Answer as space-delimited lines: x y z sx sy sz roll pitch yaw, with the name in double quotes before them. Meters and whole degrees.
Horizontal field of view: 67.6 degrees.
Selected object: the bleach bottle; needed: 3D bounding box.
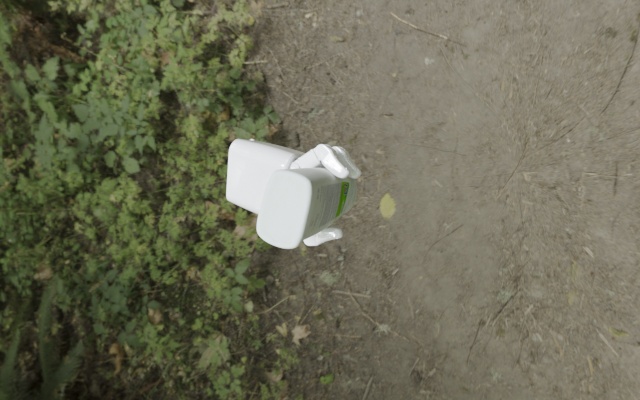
"bleach bottle" 0.000 0.002 0.711 0.068 0.102 0.251 18 10 20
